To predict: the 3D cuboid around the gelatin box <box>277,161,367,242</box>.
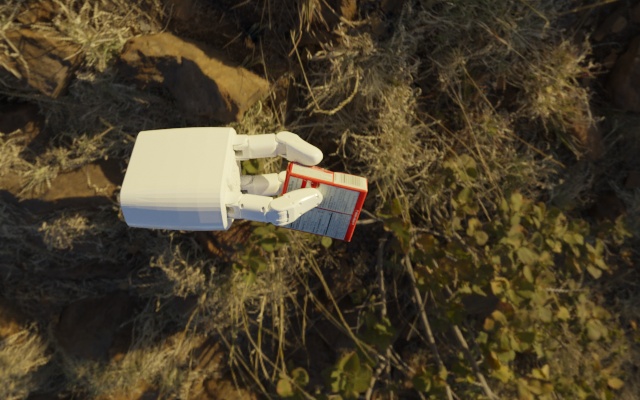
[{"bbox_3d":[0.000,0.002,0.531,0.089,0.073,0.030,13,34,-4],"label":"gelatin box"}]
